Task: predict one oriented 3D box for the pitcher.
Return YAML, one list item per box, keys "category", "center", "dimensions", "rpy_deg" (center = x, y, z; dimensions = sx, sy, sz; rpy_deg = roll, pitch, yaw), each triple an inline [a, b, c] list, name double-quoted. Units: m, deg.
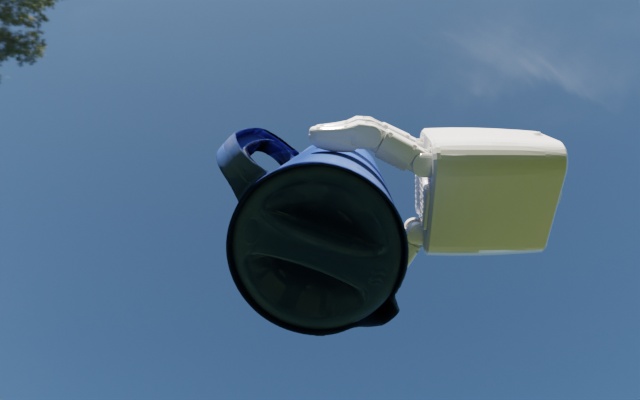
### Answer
- category: "pitcher"
  center: [0.000, 0.002, 0.452]
  dimensions: [0.145, 0.149, 0.242]
  rpy_deg: [1, 15, 5]
